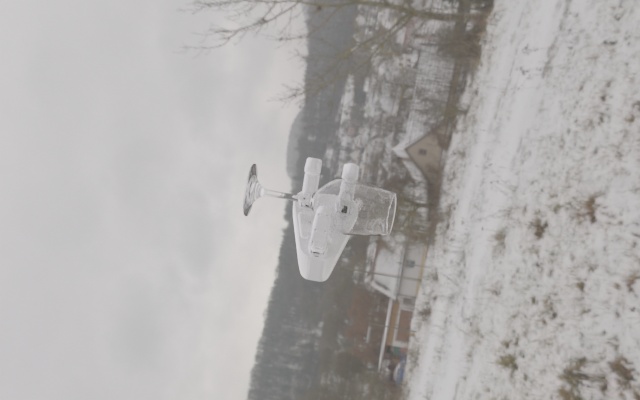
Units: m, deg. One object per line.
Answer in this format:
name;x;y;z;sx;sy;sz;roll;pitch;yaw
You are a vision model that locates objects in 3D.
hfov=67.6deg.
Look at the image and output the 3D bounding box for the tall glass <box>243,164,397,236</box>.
tall glass;-0.001;0.002;0.660;0.201;0.079;0.079;10;0;2
